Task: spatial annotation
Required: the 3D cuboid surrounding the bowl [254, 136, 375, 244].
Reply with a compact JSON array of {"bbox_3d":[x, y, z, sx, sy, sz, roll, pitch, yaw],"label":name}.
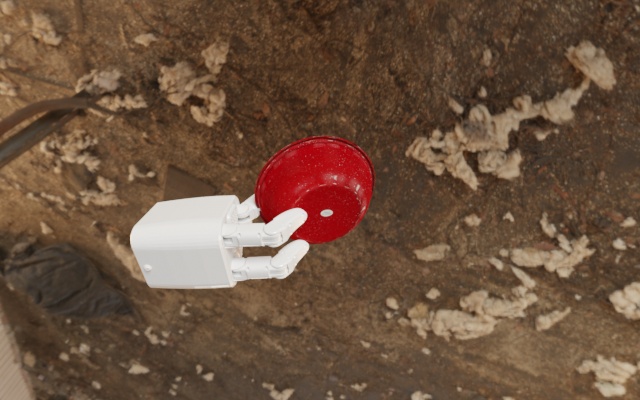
[{"bbox_3d":[0.001,0.002,0.603,0.162,0.162,0.055,0,36,-17],"label":"bowl"}]
